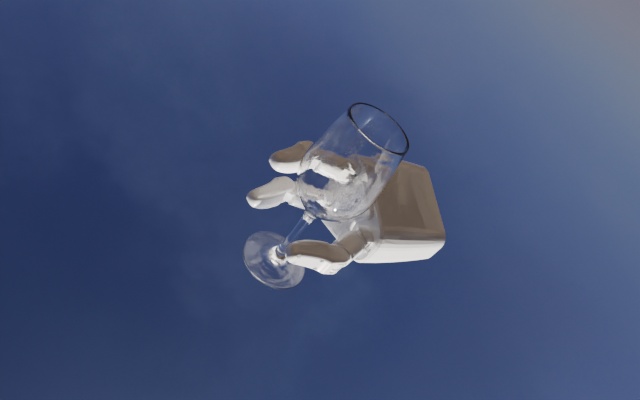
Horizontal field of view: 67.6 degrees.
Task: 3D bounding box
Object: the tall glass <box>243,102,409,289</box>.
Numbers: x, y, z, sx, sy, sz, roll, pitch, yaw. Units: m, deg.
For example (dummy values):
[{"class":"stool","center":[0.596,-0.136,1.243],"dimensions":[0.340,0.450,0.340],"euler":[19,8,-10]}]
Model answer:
[{"class":"tall glass","center":[0.000,0.002,0.458],"dimensions":[0.079,0.079,0.201],"euler":[0,-39,-40]}]
